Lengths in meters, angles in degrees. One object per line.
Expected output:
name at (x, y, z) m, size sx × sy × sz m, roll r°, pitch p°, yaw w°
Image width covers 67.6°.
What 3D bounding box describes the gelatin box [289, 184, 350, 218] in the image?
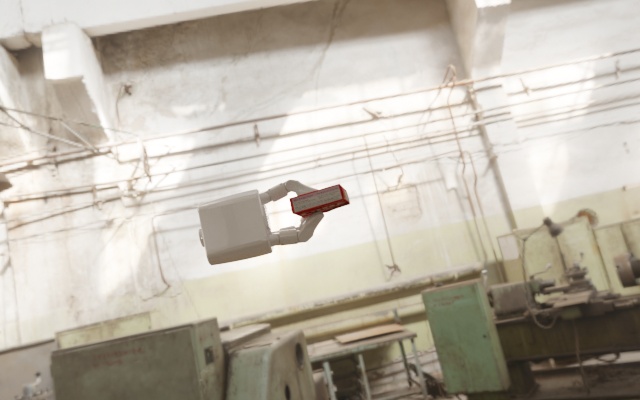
gelatin box at (0.000, 0.002, 0.795) m, size 0.089 × 0.030 × 0.073 m, roll -17°, pitch -10°, yaw 9°
